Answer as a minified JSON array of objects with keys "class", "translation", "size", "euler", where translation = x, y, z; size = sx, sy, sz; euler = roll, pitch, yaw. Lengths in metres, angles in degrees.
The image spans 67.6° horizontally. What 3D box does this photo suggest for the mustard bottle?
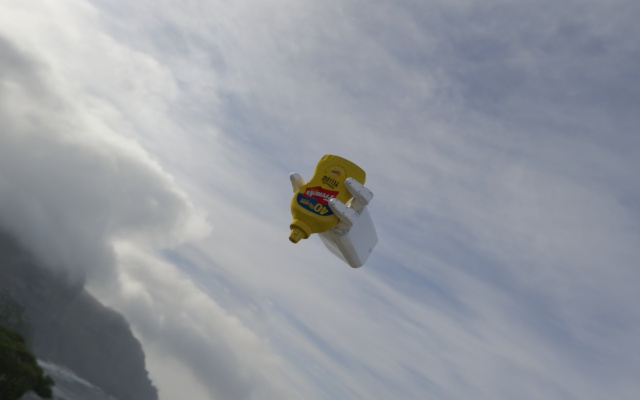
[{"class":"mustard bottle","translation":[0.000,0.002,0.883],"size":[0.096,0.191,0.058],"euler":[27,-29,16]}]
